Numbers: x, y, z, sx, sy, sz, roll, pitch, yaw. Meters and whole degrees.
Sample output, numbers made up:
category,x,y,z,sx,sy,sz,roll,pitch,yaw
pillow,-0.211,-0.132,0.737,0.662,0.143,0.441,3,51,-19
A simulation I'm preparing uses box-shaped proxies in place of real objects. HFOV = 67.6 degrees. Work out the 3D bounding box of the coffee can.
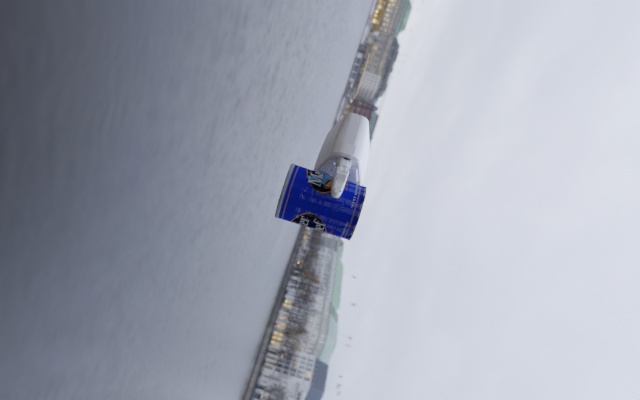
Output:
category,x,y,z,sx,sy,sz,roll,pitch,yaw
coffee can,0.000,0.003,0.858,0.140,0.103,0.103,18,0,-1
